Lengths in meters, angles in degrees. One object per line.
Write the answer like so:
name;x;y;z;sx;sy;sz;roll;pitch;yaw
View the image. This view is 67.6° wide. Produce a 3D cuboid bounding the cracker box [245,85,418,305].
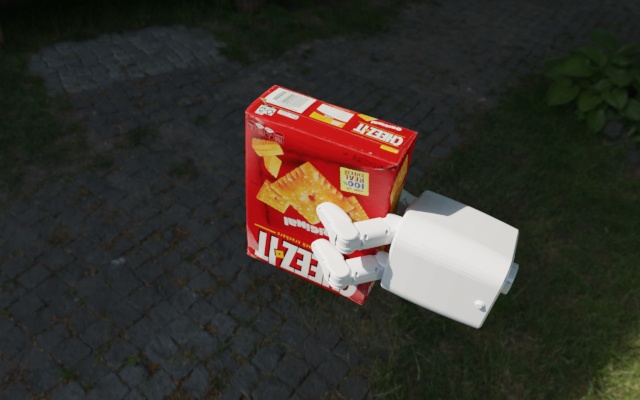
cracker box;0.000;0.002;0.530;0.164;0.214;0.072;22;43;16
